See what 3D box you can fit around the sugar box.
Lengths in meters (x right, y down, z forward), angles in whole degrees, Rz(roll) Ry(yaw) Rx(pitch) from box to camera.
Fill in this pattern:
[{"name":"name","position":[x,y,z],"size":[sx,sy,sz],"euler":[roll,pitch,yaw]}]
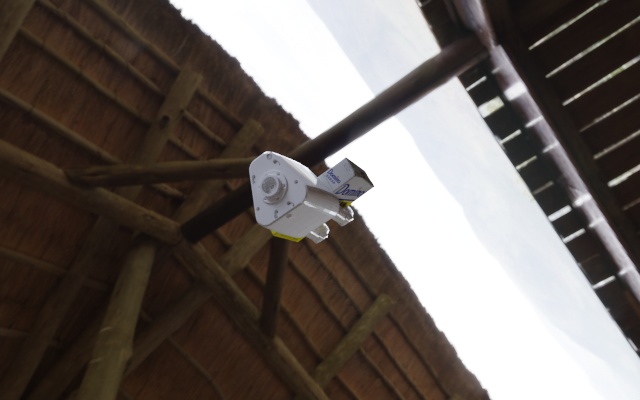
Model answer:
[{"name":"sugar box","position":[0.000,0.003,0.817],"size":[0.176,0.048,0.093],"euler":[-34,-23,16]}]
